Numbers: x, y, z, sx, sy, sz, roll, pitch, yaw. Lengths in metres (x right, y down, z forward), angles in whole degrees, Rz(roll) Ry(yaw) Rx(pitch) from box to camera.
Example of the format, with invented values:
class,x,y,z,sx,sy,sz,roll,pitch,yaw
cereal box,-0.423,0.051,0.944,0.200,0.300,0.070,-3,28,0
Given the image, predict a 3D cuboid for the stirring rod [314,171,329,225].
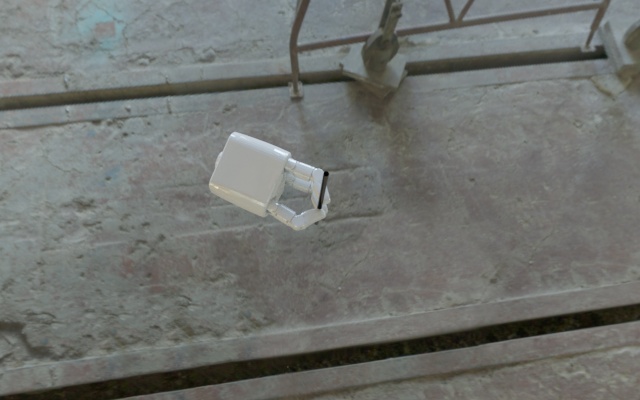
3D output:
class,x,y,z,sx,sy,sz,roll,pitch,yaw
stirring rod,0.000,0.003,0.775,0.011,0.011,0.240,0,-19,-4
